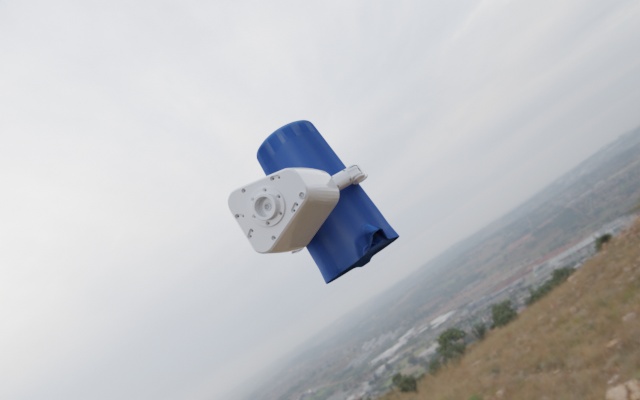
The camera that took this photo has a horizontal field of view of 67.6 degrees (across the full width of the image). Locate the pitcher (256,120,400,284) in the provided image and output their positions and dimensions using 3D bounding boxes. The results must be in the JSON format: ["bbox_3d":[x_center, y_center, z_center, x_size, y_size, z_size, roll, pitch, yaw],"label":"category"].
[{"bbox_3d":[0.000,0.002,0.757,0.149,0.242,0.145,-37,-13,19],"label":"pitcher"}]
